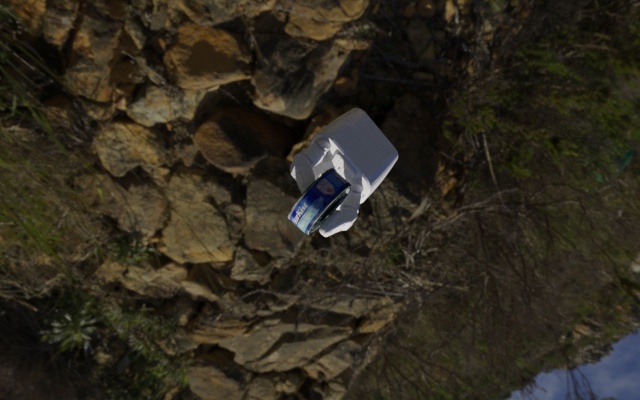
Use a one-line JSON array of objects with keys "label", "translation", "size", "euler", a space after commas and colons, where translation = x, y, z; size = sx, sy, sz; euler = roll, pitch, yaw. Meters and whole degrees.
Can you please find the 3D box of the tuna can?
[{"label": "tuna can", "translation": [0.000, 0.002, 0.602], "size": [0.033, 0.086, 0.086], "euler": [42, 8, 9]}]
